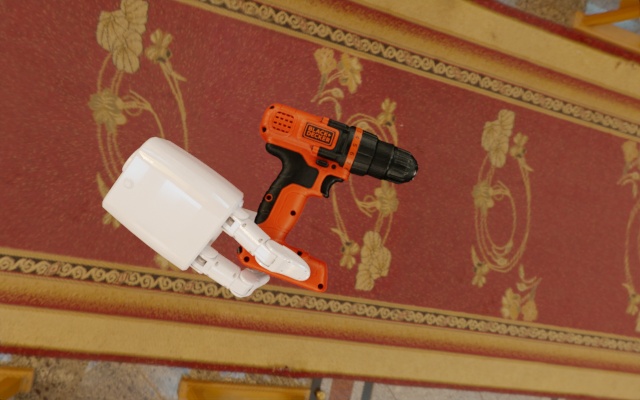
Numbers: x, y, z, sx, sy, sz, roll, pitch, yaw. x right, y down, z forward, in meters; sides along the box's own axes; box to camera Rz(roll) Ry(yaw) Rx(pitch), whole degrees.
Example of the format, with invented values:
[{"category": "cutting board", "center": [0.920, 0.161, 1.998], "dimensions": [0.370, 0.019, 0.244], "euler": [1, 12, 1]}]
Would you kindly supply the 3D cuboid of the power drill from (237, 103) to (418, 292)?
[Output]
[{"category": "power drill", "center": [0.000, 0.002, 0.534], "dimensions": [0.184, 0.187, 0.057], "euler": [19, -6, 0]}]
